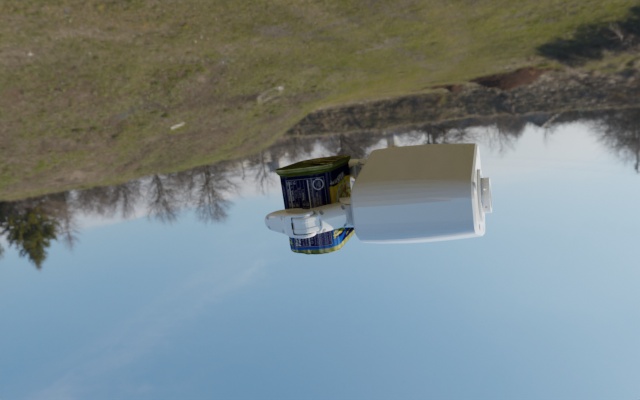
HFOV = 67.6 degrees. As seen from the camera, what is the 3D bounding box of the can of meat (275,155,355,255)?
[{"bbox_3d":[0.000,0.002,0.488,0.057,0.084,0.102,-5,10,19],"label":"can of meat"}]
